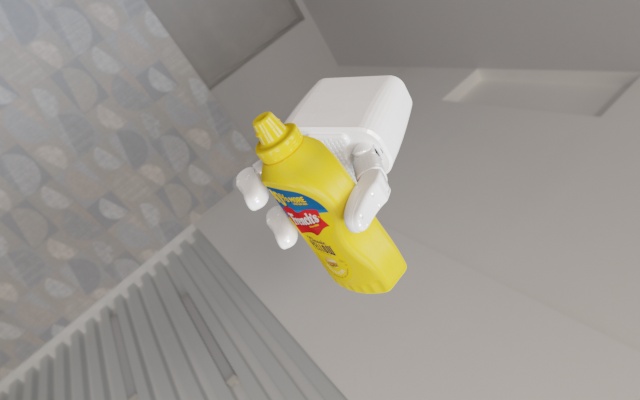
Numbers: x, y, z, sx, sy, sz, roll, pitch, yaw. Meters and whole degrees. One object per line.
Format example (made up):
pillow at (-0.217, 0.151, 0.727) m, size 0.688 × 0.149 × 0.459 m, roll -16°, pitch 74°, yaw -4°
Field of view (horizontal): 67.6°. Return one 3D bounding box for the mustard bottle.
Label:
mustard bottle at (0.000, 0.002, 0.431) m, size 0.058 × 0.192 × 0.096 m, roll -47°, pitch 32°, yaw -21°
